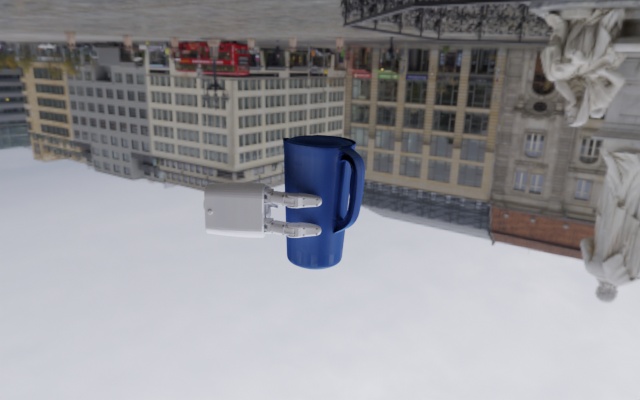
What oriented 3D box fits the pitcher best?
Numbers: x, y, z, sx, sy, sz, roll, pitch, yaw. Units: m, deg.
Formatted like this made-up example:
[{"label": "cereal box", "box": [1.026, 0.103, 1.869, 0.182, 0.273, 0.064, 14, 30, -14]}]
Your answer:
[{"label": "pitcher", "box": [0.000, 0.003, 0.889, 0.145, 0.243, 0.149, 2, 16, -1]}]
